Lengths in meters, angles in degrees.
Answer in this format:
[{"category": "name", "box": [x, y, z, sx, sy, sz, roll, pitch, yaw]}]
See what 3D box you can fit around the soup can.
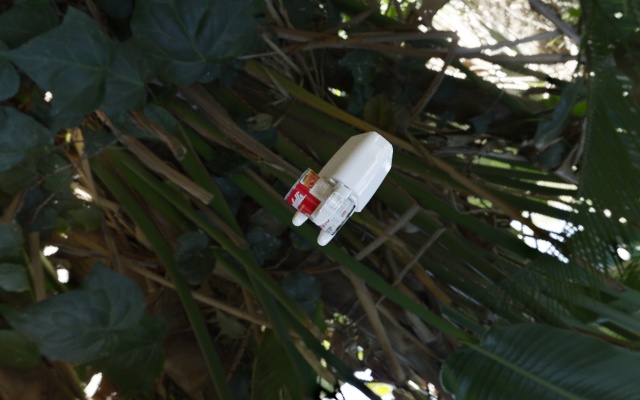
[{"category": "soup can", "box": [0.000, 0.003, 0.801, 0.102, 0.068, 0.068, 38, 0, 0]}]
